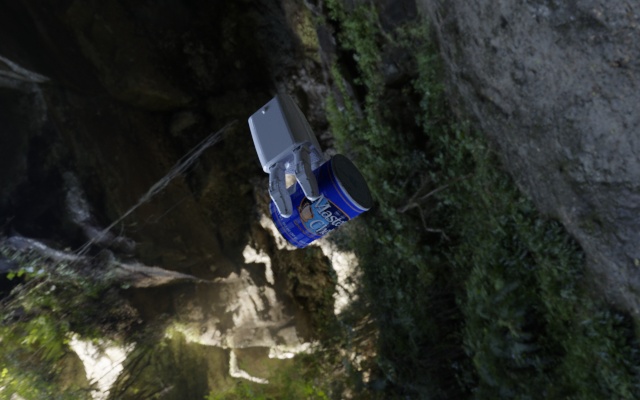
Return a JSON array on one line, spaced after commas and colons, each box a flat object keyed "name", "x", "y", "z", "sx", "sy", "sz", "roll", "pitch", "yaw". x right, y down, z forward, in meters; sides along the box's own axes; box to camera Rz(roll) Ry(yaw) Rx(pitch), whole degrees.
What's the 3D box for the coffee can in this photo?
[{"name": "coffee can", "x": 0.000, "y": 0.003, "z": 0.792, "sx": 0.140, "sy": 0.102, "sz": 0.103, "roll": -33, "pitch": -15, "yaw": 24}]
